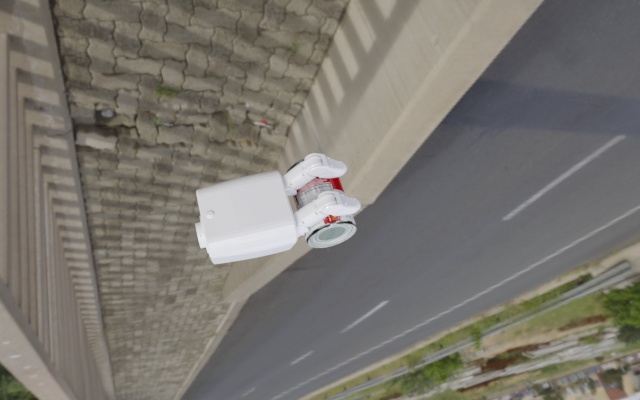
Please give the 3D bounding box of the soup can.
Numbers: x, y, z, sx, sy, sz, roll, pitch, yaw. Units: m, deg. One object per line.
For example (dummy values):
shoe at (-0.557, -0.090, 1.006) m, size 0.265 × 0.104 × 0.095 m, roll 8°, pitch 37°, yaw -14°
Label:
soup can at (0.001, 0.002, 0.622) m, size 0.068 × 0.102 × 0.068 m, roll -15°, pitch -27°, yaw -8°
